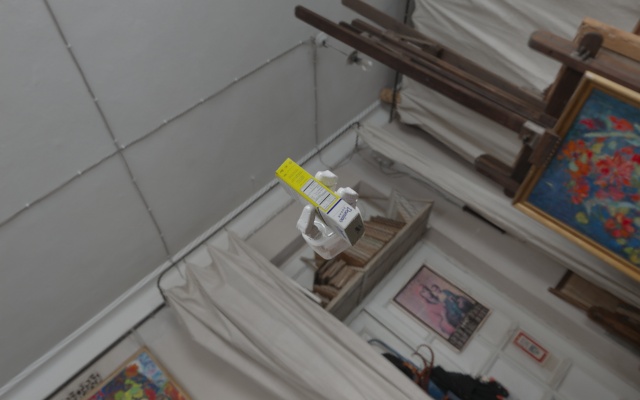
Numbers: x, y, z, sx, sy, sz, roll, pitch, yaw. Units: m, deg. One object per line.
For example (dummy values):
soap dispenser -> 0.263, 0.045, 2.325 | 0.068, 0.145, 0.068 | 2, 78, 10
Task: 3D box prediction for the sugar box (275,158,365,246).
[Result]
sugar box -> 0.000, 0.002, 0.866 | 0.176, 0.048, 0.093 | 36, -12, 24
